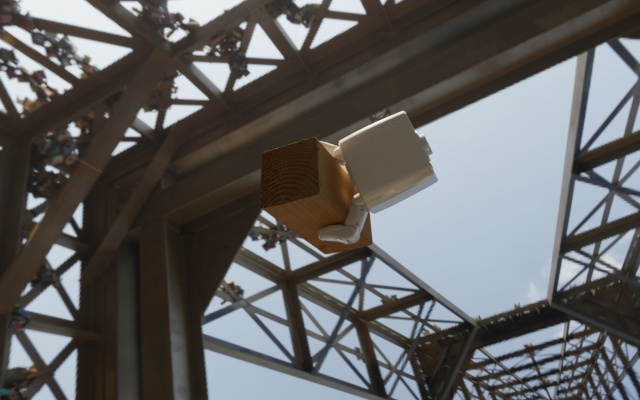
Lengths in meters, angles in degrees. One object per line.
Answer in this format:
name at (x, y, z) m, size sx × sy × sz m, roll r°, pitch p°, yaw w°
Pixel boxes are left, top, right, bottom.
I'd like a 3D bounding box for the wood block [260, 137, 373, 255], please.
wood block at (0.001, 0.003, 0.722) m, size 0.090 × 0.090 × 0.206 m, roll -14°, pitch -29°, yaw 21°
